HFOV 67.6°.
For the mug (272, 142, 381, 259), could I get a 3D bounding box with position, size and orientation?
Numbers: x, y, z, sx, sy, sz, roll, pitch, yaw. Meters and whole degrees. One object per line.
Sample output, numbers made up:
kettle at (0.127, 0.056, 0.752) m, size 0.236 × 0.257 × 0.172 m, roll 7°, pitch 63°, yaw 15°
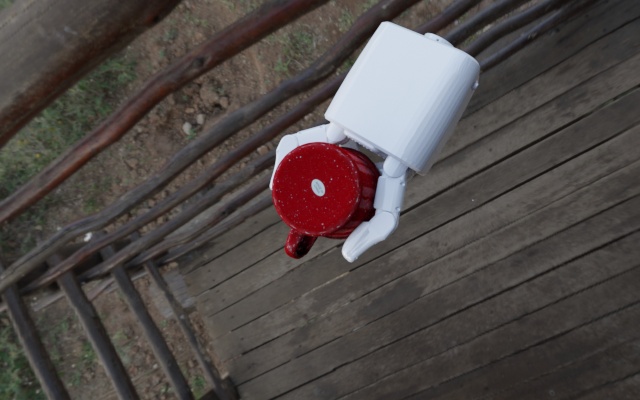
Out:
mug at (-0.001, 0.003, 0.440) m, size 0.093 × 0.117 × 0.081 m, roll 33°, pitch 7°, yaw 15°
